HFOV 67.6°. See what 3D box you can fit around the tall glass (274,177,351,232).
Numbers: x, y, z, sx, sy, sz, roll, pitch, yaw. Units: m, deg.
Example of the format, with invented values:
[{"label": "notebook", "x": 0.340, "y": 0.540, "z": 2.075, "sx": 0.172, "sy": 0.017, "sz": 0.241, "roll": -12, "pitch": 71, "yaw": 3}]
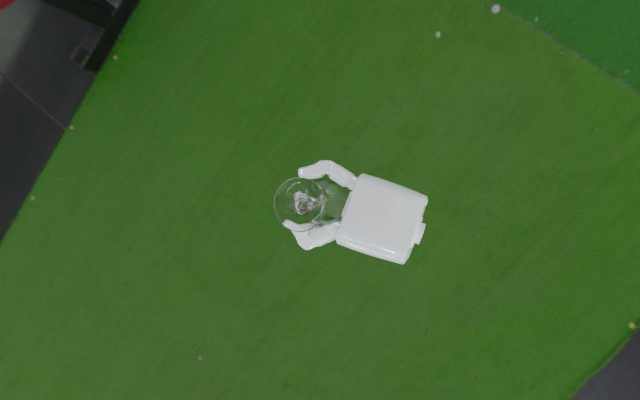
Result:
[{"label": "tall glass", "x": 0.000, "y": 0.002, "z": 0.738, "sx": 0.079, "sy": 0.079, "sz": 0.201, "roll": 0, "pitch": 2, "yaw": 16}]
